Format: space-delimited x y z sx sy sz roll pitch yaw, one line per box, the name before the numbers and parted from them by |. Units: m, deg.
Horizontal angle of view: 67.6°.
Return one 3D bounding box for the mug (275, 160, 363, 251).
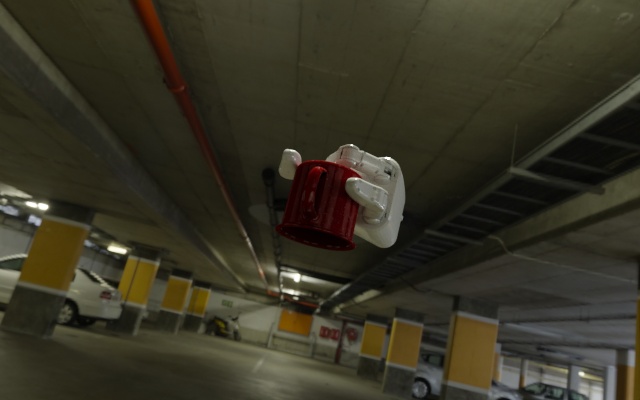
mug | 0.000 0.001 0.536 0.093 0.081 0.117 8 -18 17
